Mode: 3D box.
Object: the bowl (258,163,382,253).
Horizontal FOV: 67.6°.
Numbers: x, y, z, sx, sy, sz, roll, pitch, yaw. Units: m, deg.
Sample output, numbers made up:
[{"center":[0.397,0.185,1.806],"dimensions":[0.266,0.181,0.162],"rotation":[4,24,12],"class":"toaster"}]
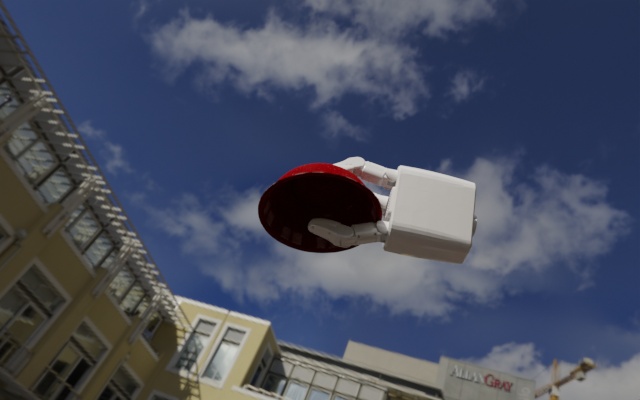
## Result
[{"center":[-0.001,0.001,0.635],"dimensions":[0.162,0.055,0.162],"rotation":[1,-42,1],"class":"bowl"}]
